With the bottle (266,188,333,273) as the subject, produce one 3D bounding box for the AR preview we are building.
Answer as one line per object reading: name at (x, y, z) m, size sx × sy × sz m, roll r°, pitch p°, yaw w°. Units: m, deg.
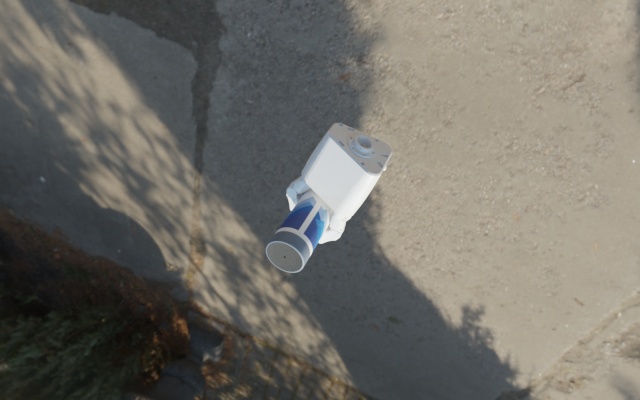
bottle at (0.000, 0.003, 0.849) m, size 0.069 × 0.069 × 0.295 m, roll 0°, pitch 36°, yaw 28°
